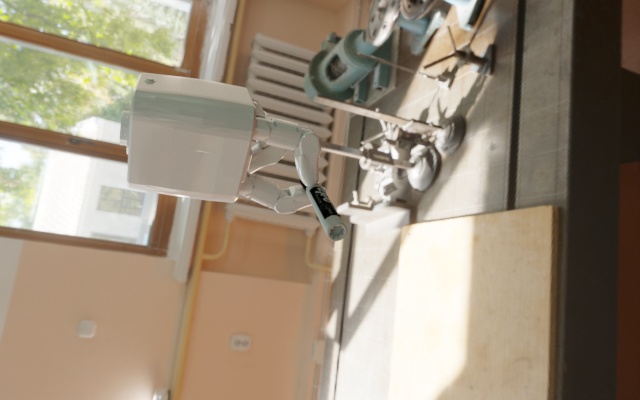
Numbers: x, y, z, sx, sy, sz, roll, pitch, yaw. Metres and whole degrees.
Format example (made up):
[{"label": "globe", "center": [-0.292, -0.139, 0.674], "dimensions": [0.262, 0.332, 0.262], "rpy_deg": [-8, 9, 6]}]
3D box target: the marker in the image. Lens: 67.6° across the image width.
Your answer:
[{"label": "marker", "center": [0.000, 0.002, 0.468], "dimensions": [0.020, 0.020, 0.121], "rpy_deg": [0, 26, -16]}]
